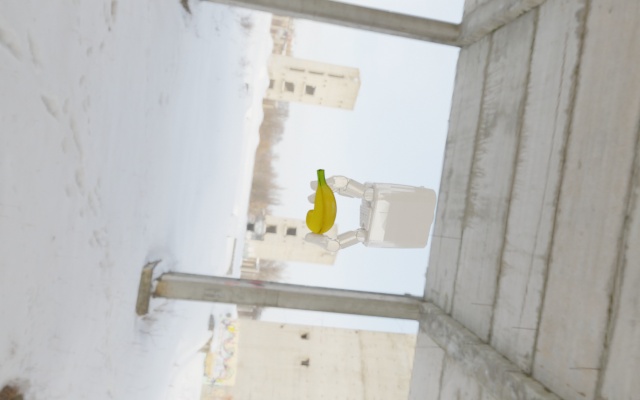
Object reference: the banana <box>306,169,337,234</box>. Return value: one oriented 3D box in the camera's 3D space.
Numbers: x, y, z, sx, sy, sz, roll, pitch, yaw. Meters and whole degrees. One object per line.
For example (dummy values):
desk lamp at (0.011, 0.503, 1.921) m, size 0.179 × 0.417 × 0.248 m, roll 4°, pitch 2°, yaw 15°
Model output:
banana at (0.001, 0.019, 0.755) m, size 0.037 × 0.069 × 0.198 m, roll 1°, pitch -20°, yaw -7°
